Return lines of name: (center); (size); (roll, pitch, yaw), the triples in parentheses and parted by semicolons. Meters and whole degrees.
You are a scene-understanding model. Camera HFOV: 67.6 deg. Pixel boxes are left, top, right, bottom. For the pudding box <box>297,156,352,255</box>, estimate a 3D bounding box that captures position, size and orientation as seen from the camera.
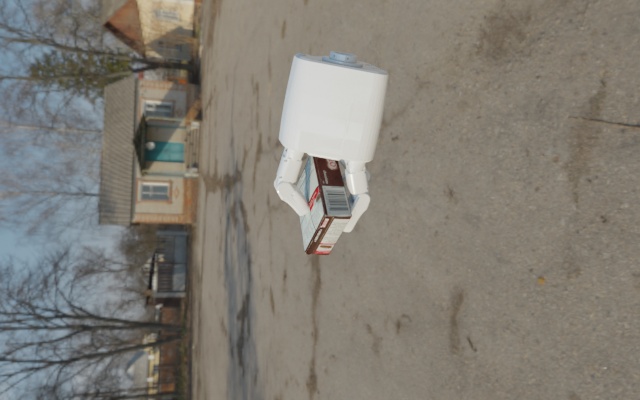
pudding box: (0.000, 0.002, 0.632); (0.039, 0.113, 0.090); (5, -39, -18)
